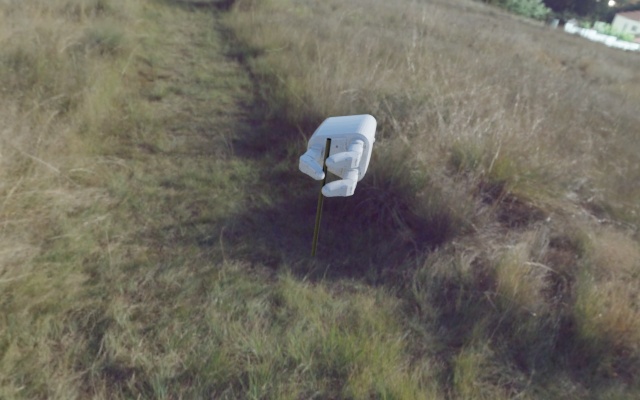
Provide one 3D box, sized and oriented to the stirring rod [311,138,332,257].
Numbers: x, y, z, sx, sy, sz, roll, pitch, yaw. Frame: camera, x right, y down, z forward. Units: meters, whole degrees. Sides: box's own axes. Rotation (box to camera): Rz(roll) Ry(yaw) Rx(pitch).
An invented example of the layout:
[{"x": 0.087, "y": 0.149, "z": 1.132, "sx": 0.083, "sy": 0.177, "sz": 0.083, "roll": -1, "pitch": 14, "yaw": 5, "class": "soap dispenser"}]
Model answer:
[{"x": 0.000, "y": 0.003, "z": 0.822, "sx": 0.011, "sy": 0.240, "sz": 0.011, "roll": 5, "pitch": 33, "yaw": -4, "class": "stirring rod"}]
